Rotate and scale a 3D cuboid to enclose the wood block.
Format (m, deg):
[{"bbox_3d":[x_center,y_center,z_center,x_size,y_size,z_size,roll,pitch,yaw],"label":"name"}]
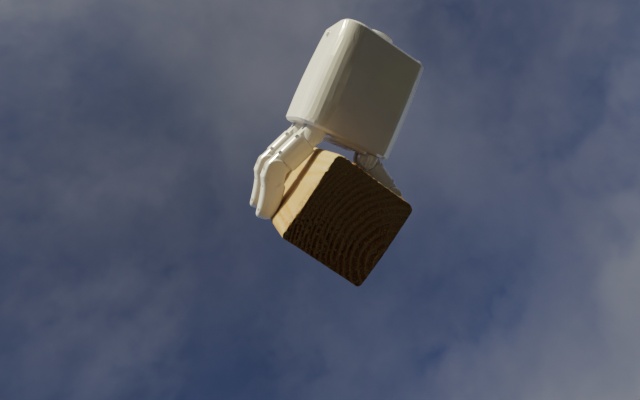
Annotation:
[{"bbox_3d":[0.001,0.001,0.514,0.091,0.090,0.206,34,1,-17],"label":"wood block"}]
